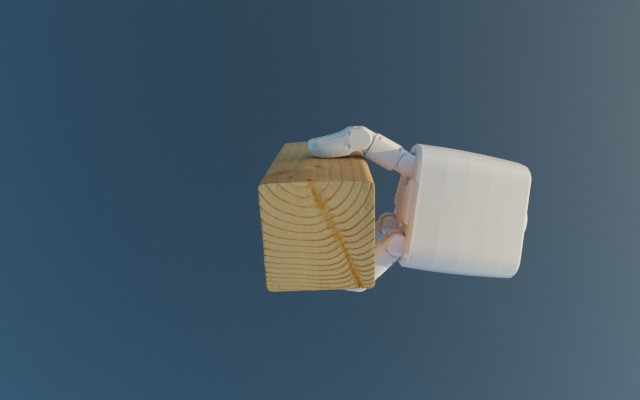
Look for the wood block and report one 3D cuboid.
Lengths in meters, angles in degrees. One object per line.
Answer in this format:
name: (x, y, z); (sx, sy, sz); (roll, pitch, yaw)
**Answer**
wood block: (0.000, 0.001, 0.467); (0.090, 0.091, 0.206); (-2, 15, 2)
